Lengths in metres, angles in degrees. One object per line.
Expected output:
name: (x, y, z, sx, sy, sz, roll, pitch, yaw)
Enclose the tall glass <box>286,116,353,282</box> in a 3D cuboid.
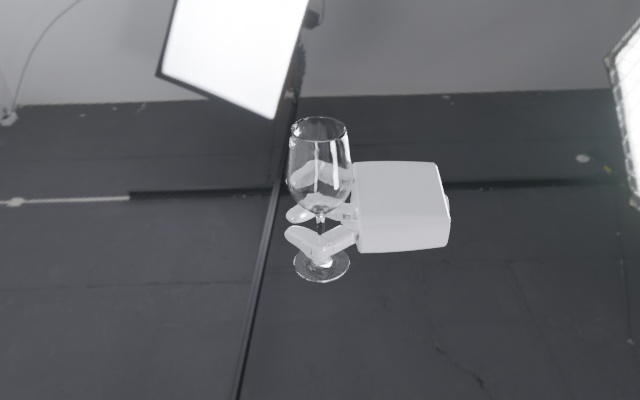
tall glass: (0.000, 0.003, 0.580, 0.079, 0.201, 0.079, -1, 36, 1)
